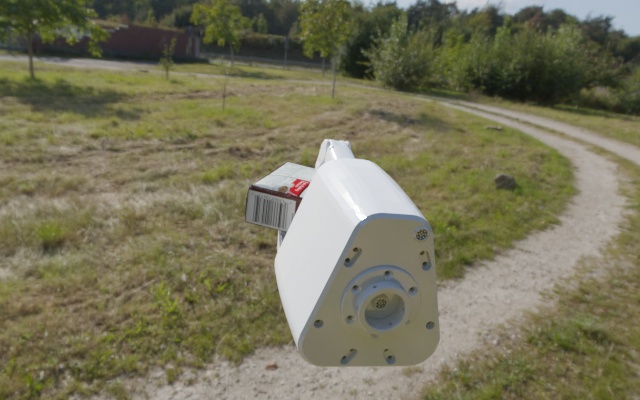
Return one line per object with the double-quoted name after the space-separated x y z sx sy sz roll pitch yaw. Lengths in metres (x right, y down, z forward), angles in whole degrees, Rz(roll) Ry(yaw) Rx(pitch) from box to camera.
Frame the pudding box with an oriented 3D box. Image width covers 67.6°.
0.000 0.001 0.443 0.113 0.039 0.090 15 22 14 "pudding box"
